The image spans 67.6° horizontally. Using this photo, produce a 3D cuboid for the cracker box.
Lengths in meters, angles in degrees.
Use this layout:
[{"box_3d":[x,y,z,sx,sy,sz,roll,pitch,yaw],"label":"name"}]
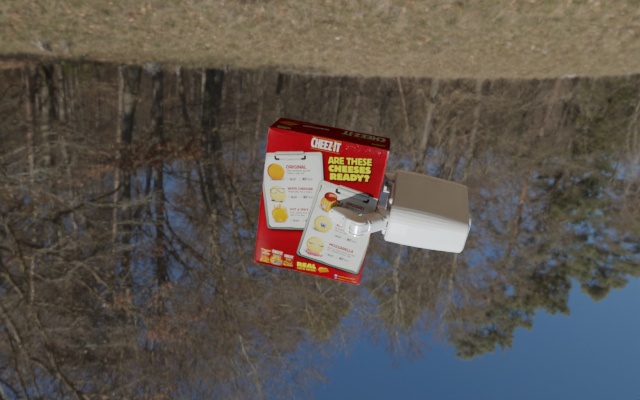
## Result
[{"box_3d":[0.000,0.002,0.691,0.164,0.214,0.072,12,25,5],"label":"cracker box"}]
